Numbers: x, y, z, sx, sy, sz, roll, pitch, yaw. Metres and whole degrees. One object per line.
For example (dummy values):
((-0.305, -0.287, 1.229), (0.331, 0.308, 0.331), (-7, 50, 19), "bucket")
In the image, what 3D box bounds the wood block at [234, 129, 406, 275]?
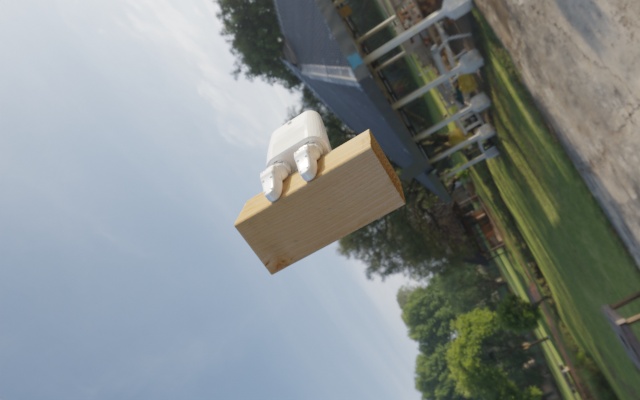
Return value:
((0.000, 0.002, 0.648), (0.206, 0.091, 0.090), (-30, 18, 15), "wood block")
